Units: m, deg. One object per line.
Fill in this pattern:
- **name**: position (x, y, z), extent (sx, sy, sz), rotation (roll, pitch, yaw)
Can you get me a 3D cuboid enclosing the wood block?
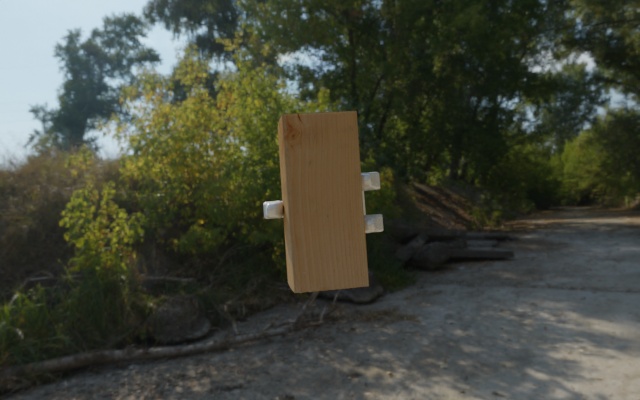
- **wood block**: position (0.000, 0.002, 0.592), extent (0.091, 0.206, 0.090), rotation (-4, -1, -9)
